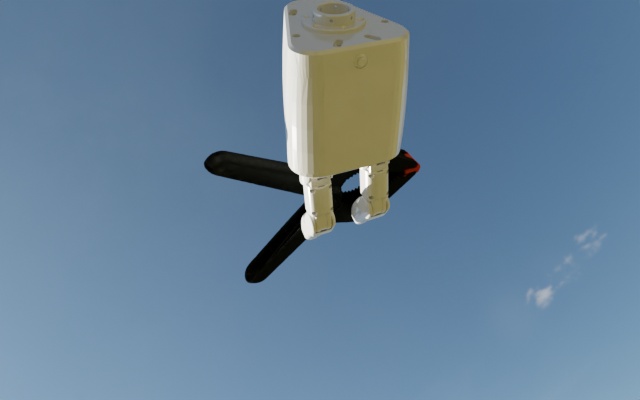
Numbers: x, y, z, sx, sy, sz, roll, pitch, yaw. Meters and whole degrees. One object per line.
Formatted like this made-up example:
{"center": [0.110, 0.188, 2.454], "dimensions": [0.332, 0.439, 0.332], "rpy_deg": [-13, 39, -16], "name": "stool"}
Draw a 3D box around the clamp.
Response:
{"center": [0.000, 0.001, 0.480], "dimensions": [0.210, 0.165, 0.036], "rpy_deg": [-15, 43, -16], "name": "clamp"}
